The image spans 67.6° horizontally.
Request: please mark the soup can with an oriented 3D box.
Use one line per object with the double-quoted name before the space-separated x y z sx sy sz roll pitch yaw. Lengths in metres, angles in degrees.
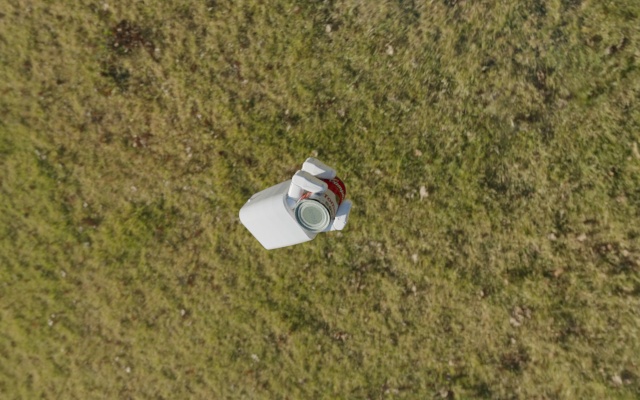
"soup can" 0.001 0.003 0.851 0.068 0.068 0.102 0 28 20
